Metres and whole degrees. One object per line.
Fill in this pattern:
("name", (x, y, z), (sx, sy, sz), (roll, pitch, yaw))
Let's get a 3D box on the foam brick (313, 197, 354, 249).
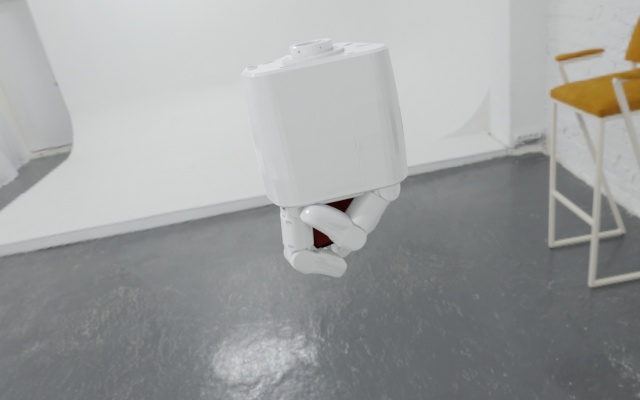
("foam brick", (0.000, 0.001, 0.447), (0.053, 0.051, 0.078), (-20, 25, -18))
